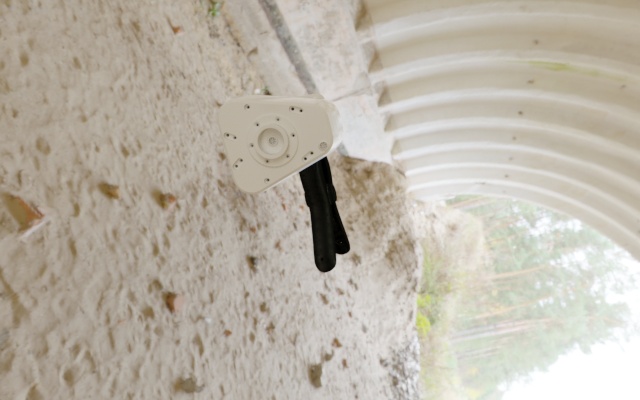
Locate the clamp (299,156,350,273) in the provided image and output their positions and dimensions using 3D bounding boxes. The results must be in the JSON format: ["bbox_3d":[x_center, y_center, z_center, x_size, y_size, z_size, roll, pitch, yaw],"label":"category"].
[{"bbox_3d":[0.001,0.002,0.574,0.039,0.171,0.120,-16,10,8],"label":"clamp"}]
